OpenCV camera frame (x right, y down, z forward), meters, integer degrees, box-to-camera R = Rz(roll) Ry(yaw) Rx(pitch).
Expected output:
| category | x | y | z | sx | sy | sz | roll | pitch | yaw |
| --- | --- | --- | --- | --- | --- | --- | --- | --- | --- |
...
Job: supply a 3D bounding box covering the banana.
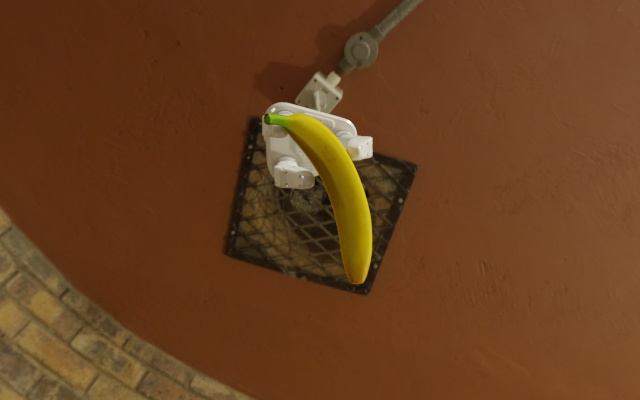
| category | x | y | z | sx | sy | sz | roll | pitch | yaw |
| --- | --- | --- | --- | --- | --- | --- | --- | --- | --- |
| banana | 0.013 | -0.011 | 0.490 | 0.069 | 0.198 | 0.037 | -35 | 14 | -24 |
